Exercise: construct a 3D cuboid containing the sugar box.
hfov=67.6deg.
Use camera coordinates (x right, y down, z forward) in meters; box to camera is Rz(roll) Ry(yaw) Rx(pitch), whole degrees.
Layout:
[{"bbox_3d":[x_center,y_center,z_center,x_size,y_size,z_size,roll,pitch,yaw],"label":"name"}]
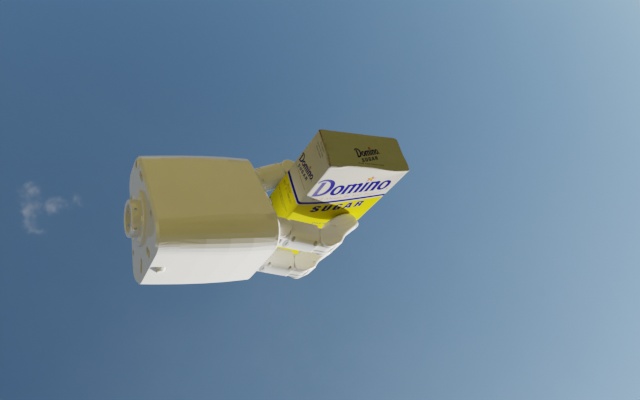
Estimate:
[{"bbox_3d":[0.000,0.002,0.489,0.093,0.048,0.176,1,-30,-33],"label":"sugar box"}]
